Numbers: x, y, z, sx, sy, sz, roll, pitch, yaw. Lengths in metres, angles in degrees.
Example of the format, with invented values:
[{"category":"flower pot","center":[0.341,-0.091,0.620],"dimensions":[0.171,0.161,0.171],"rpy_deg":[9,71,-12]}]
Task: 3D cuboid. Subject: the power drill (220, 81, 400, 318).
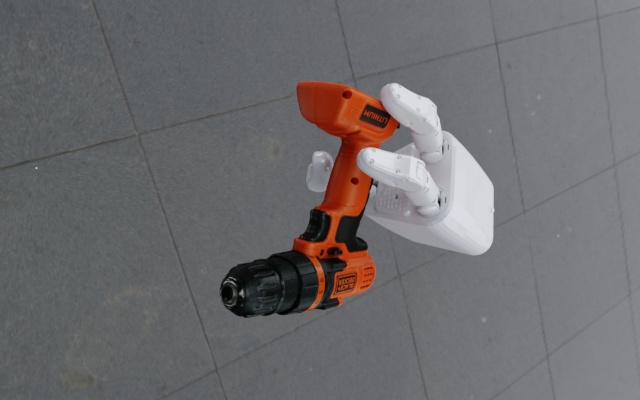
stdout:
[{"category":"power drill","center":[0.000,0.001,0.401],"dimensions":[0.057,0.187,0.184],"rpy_deg":[17,8,32]}]
